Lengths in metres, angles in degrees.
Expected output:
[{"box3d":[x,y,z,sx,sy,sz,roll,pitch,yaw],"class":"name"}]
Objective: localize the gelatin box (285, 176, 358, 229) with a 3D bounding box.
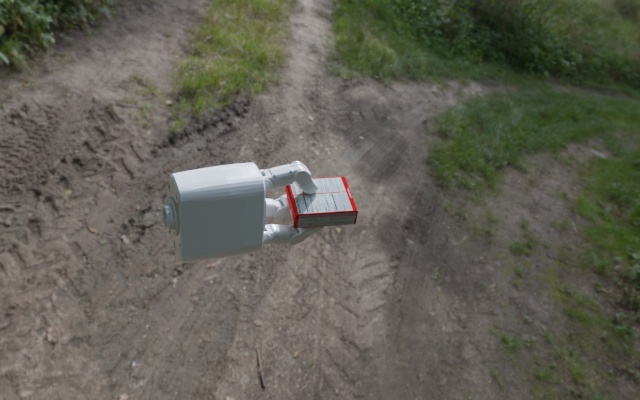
[{"box3d":[0.000,0.002,0.668,0.089,0.030,0.073,-4,44,-14],"class":"gelatin box"}]
